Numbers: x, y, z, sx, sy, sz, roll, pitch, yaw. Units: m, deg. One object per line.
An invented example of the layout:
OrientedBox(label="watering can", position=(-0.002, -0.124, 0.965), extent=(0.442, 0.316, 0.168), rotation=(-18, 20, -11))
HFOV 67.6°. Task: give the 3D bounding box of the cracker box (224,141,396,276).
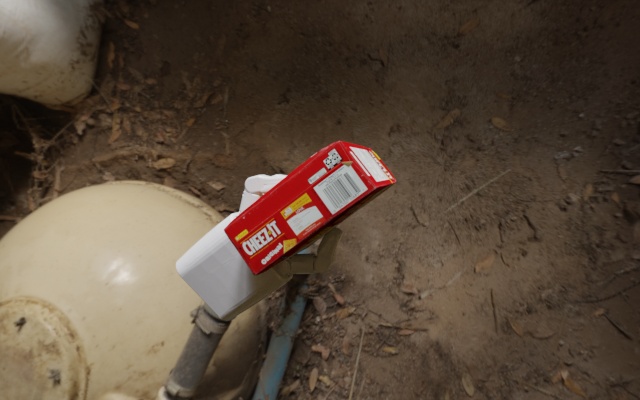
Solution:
OrientedBox(label="cracker box", position=(0.000, 0.002, 0.593), extent=(0.164, 0.072, 0.213), rotation=(-37, -5, 14))
